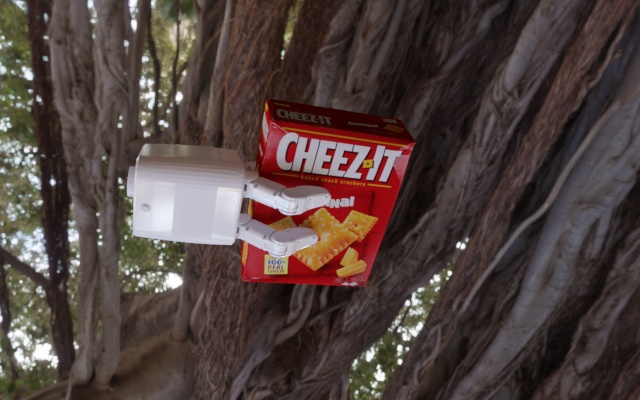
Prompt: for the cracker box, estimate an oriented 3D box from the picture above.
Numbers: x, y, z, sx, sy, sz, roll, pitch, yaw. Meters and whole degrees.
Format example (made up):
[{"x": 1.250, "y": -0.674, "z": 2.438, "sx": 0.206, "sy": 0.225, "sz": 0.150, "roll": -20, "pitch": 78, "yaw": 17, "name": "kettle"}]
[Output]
[{"x": 0.000, "y": 0.002, "z": 0.571, "sx": 0.164, "sy": 0.214, "sz": 0.072, "roll": 6, "pitch": 31, "yaw": -15, "name": "cracker box"}]
